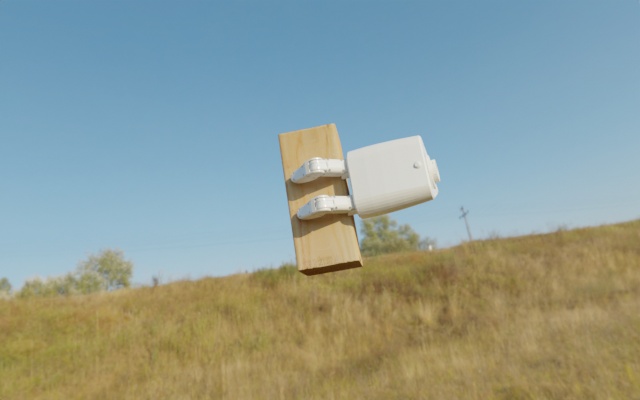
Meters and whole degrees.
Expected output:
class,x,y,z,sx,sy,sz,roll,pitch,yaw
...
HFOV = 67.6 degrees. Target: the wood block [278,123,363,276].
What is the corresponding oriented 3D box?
class,x,y,z,sx,sy,sz,roll,pitch,yaw
wood block,0.001,0.002,0.724,0.090,0.206,0.091,-11,-15,6
